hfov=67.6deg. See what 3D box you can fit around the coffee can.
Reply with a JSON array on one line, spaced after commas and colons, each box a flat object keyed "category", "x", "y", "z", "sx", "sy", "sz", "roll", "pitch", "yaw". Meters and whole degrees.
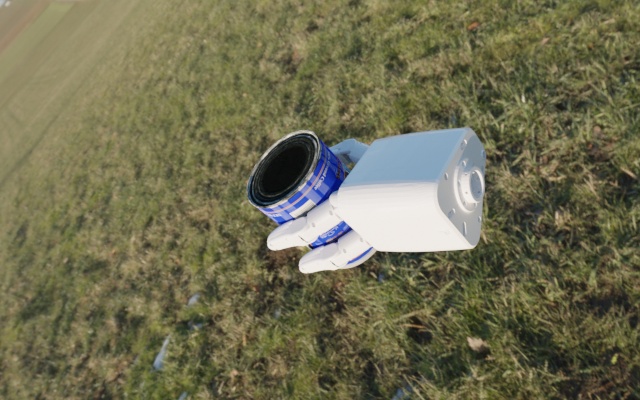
[{"category": "coffee can", "x": 0.000, "y": 0.002, "z": 0.552, "sx": 0.103, "sy": 0.102, "sz": 0.140, "roll": 0, "pitch": -32, "yaw": 45}]
